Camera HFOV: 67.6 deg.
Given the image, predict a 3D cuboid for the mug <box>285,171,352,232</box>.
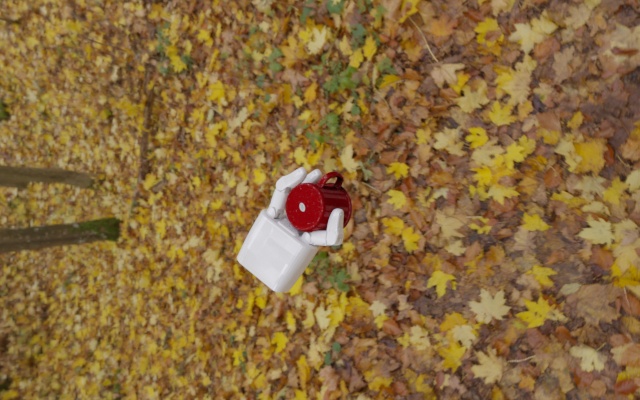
[{"bbox_3d":[0.001,0.002,0.816,0.093,0.117,0.081,40,19,29],"label":"mug"}]
